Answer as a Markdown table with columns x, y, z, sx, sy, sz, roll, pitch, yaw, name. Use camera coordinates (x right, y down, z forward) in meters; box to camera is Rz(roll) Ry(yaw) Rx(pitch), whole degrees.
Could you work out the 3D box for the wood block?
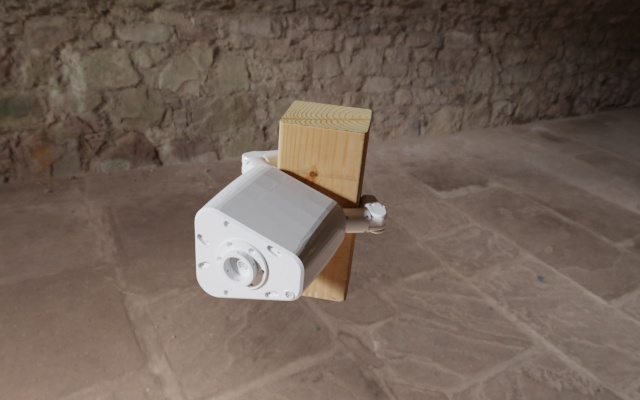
| x | y | z | sx | sy | sz | roll | pitch | yaw | name |
| --- | --- | --- | --- | --- | --- | --- | --- | --- | --- |
| 0.000 | 0.002 | 0.549 | 0.091 | 0.206 | 0.090 | 8 | 26 | 5 | wood block |
